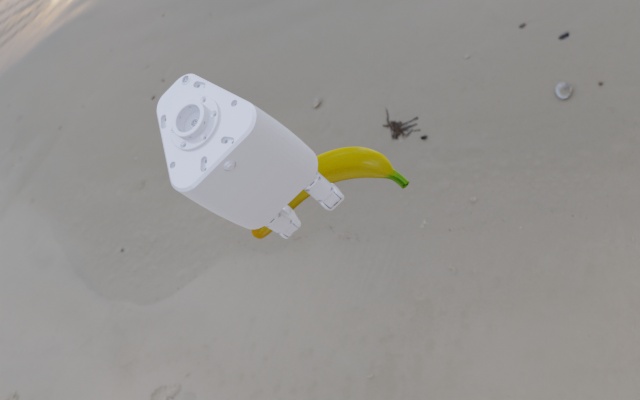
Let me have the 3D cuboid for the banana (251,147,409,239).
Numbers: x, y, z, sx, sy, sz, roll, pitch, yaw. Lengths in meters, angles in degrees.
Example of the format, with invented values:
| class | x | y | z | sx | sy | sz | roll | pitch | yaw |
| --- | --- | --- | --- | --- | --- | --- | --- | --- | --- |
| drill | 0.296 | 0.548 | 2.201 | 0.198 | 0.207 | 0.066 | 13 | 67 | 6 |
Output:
| class | x | y | z | sx | sy | sz | roll | pitch | yaw |
| --- | --- | --- | --- | --- | --- | --- | --- | --- | --- |
| banana | -0.002 | -0.017 | 0.558 | 0.198 | 0.069 | 0.037 | -20 | -13 | 15 |
